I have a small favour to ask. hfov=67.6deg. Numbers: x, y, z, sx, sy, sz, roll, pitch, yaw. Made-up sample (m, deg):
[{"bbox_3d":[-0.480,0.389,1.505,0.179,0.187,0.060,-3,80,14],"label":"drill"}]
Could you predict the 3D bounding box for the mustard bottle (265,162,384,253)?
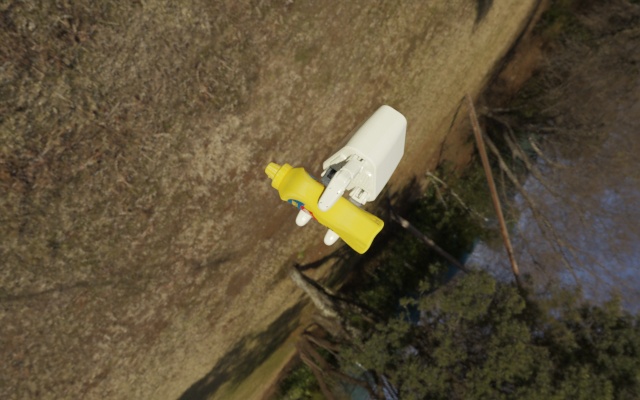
[{"bbox_3d":[0.000,0.003,0.709,0.191,0.058,0.096,35,-2,6],"label":"mustard bottle"}]
